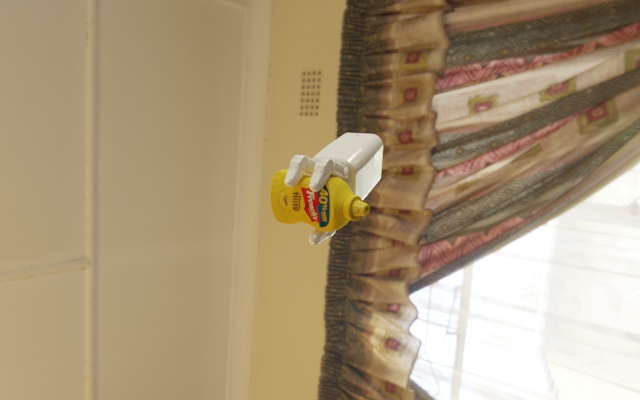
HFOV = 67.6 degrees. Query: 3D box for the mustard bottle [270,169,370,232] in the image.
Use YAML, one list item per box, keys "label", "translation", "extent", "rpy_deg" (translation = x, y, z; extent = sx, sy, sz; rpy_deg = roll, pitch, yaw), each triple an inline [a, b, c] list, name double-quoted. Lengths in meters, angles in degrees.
- label: "mustard bottle"
  translation: [0.000, 0.003, 0.813]
  extent: [0.191, 0.096, 0.058]
  rpy_deg: [9, 14, 38]
